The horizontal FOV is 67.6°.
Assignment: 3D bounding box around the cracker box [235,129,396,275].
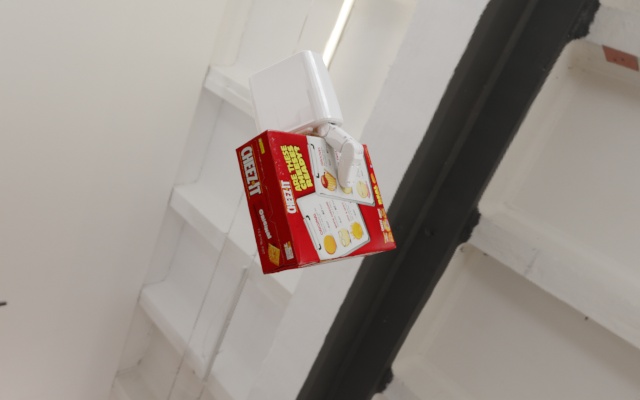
[{"bbox_3d":[0.000,0.002,0.639,0.072,0.164,0.214,-23,-13,37],"label":"cracker box"}]
